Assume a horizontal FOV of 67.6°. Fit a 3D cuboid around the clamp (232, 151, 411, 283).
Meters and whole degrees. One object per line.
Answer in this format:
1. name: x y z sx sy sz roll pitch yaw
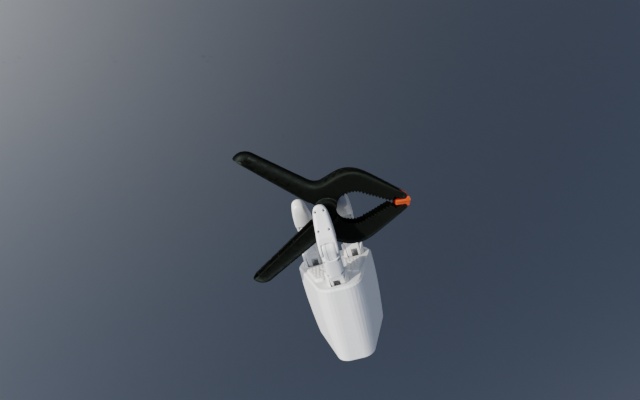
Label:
1. clamp: 0.001 0.002 0.575 0.210 0.164 0.036 -14 16 1
